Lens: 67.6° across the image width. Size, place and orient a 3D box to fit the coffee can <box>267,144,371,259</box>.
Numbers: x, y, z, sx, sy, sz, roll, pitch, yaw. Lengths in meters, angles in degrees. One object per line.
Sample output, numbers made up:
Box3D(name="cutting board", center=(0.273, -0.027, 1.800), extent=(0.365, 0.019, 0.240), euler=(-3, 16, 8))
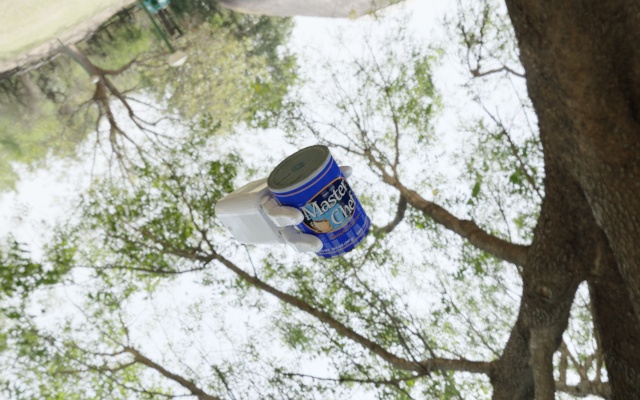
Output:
Box3D(name="coffee can", center=(0.000, 0.002, 0.712), extent=(0.103, 0.140, 0.102), euler=(-25, 29, 15))
